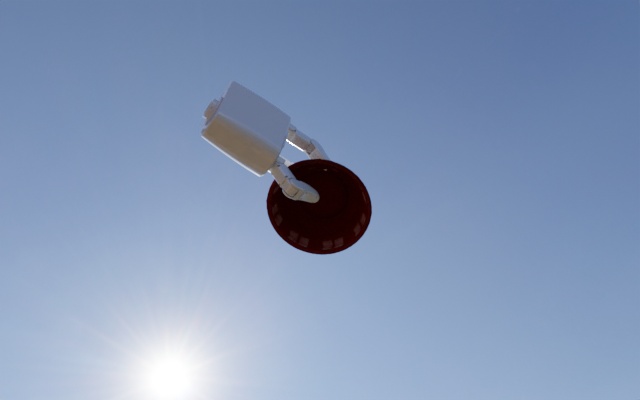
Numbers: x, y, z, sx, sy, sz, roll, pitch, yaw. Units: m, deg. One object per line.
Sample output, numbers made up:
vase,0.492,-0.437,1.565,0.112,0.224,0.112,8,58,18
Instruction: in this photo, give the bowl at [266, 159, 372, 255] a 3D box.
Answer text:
bowl,0.001,0.003,0.747,0.162,0.162,0.055,0,25,8
